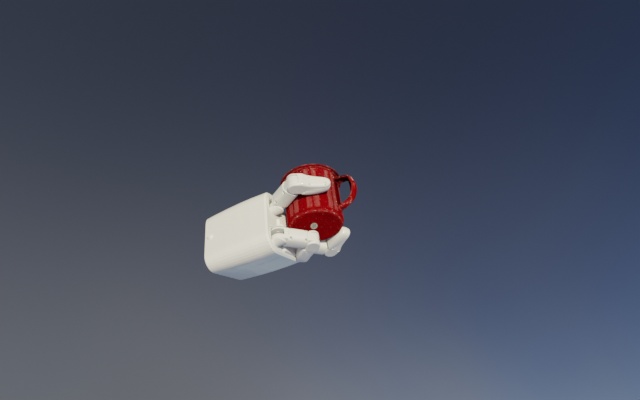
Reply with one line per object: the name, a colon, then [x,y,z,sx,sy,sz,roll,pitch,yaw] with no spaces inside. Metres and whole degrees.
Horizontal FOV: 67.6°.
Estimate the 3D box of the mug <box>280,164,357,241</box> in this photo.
mug: [0.001,0.002,0.700,0.117,0.081,0.093,-22,-40,17]
